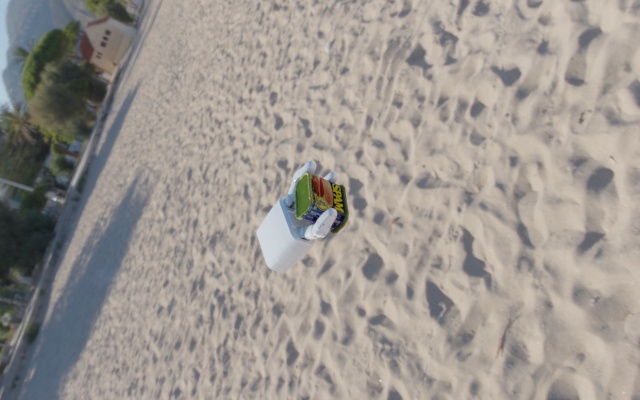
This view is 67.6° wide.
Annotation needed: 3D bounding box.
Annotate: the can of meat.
[{"bbox_3d":[0.000,0.003,0.896,0.084,0.102,0.057,22,-49,-27],"label":"can of meat"}]
